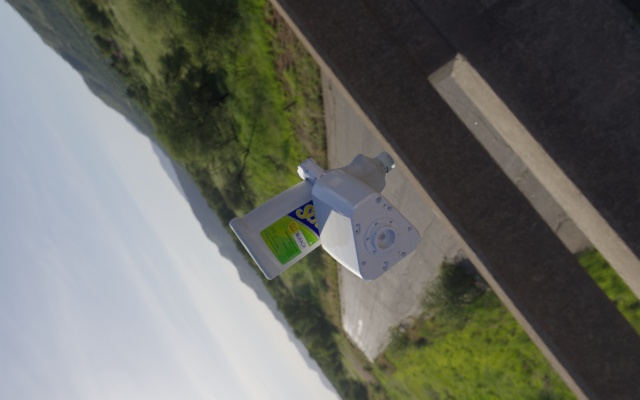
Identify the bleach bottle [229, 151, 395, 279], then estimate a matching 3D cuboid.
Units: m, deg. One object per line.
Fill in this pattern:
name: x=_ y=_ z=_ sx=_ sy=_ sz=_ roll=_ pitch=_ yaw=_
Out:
bleach bottle: x=0.000 y=0.002 z=0.694 sx=0.251 sy=0.103 sz=0.068 roll=-35 pitch=28 yaw=-11
